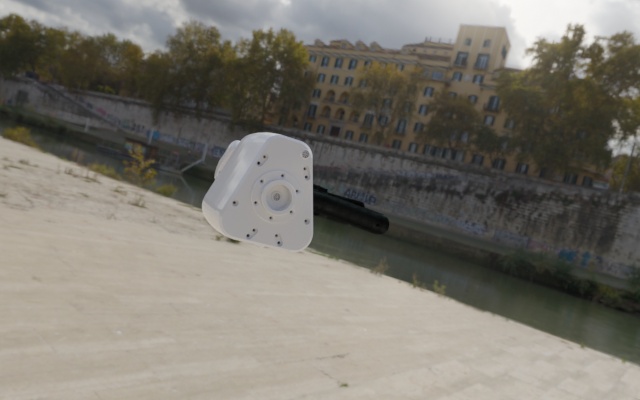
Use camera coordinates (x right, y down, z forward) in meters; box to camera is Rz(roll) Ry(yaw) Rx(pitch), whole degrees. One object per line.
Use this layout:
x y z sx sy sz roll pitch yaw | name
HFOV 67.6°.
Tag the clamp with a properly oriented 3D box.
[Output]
0.000 0.001 0.582 0.171 0.039 0.120 15 0 -21 | clamp
